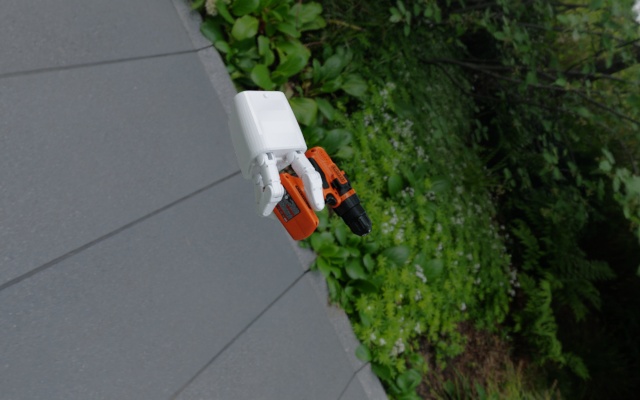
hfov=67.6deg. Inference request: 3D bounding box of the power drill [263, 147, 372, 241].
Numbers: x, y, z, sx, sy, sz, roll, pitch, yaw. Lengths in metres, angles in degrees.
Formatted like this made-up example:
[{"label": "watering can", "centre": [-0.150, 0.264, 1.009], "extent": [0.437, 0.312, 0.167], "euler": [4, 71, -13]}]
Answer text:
[{"label": "power drill", "centre": [0.000, 0.002, 0.802], "extent": [0.057, 0.184, 0.187], "euler": [-39, -5, 29]}]
